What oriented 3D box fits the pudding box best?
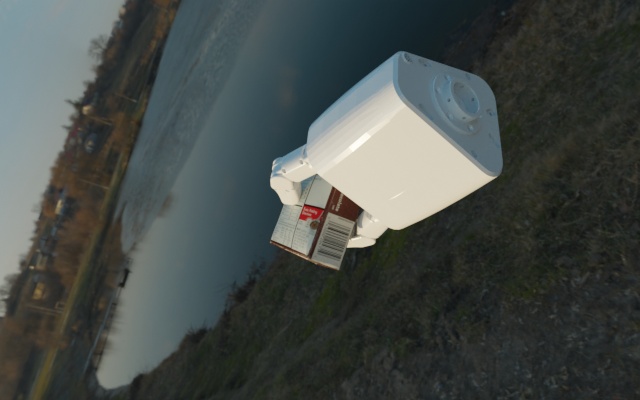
[{"bbox_3d":[0.000,0.001,0.466,0.039,0.113,0.090,23,-5,-28],"label":"pudding box"}]
